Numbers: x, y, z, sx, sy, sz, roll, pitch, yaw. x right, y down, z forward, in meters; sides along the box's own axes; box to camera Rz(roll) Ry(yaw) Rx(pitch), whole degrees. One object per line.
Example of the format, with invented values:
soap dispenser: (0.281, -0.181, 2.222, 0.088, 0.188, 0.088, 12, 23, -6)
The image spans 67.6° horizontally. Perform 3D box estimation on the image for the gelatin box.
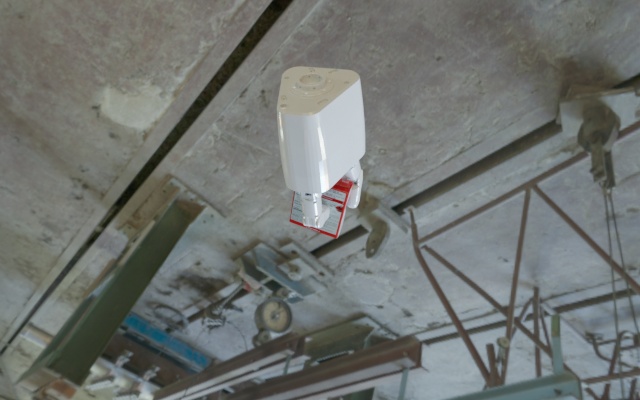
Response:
gelatin box: (0.000, 0.003, 0.654, 0.073, 0.089, 0.030, 18, 41, 8)
